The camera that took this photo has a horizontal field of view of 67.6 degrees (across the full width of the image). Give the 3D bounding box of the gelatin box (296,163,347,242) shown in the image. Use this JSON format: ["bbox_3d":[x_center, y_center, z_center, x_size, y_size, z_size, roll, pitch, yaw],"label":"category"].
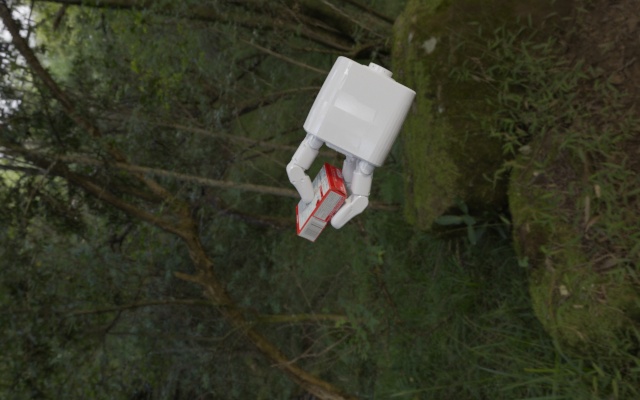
[{"bbox_3d":[0.000,0.002,0.669,0.030,0.089,0.073,26,26,-19],"label":"gelatin box"}]
